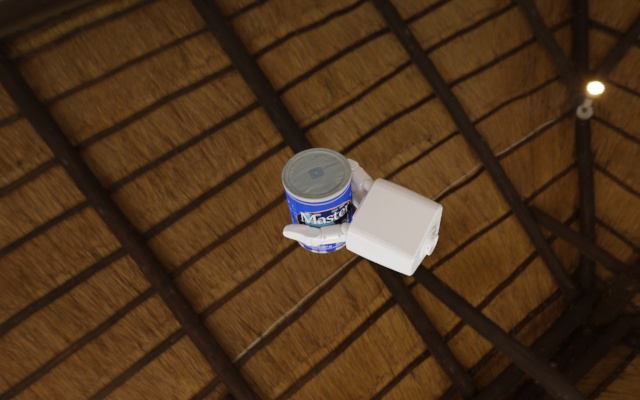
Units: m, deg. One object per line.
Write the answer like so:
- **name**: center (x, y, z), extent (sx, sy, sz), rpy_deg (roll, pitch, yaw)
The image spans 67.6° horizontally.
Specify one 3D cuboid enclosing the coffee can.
- **coffee can**: center (0.000, 0.002, 0.752), extent (0.103, 0.102, 0.140), rpy_deg (0, -39, 6)
